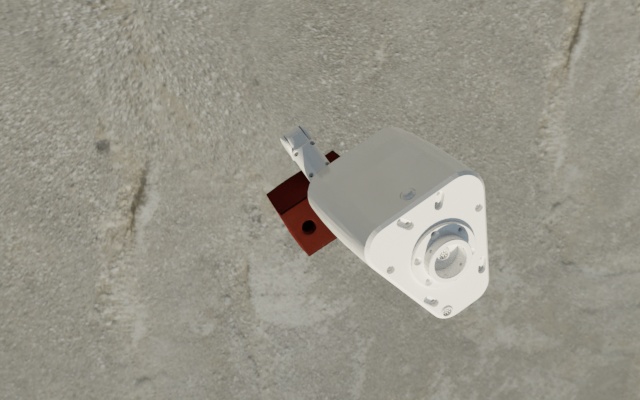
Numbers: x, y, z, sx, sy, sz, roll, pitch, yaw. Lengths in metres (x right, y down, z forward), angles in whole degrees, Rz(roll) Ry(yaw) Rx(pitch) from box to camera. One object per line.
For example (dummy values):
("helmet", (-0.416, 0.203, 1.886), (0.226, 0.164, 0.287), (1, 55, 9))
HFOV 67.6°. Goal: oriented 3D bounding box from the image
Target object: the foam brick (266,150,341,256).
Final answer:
("foam brick", (0.000, 0.002, 0.433), (0.078, 0.053, 0.051), (-34, 31, -4))
